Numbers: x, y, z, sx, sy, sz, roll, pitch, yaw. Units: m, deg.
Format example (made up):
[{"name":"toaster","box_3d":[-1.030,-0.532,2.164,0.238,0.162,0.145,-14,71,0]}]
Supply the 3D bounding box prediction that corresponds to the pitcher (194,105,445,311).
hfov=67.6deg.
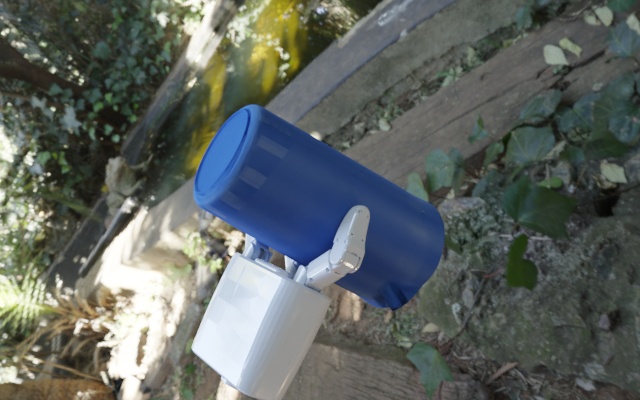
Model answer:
[{"name":"pitcher","box_3d":[0.000,0.002,0.496,0.243,0.145,0.149,31,-10,-29]}]
